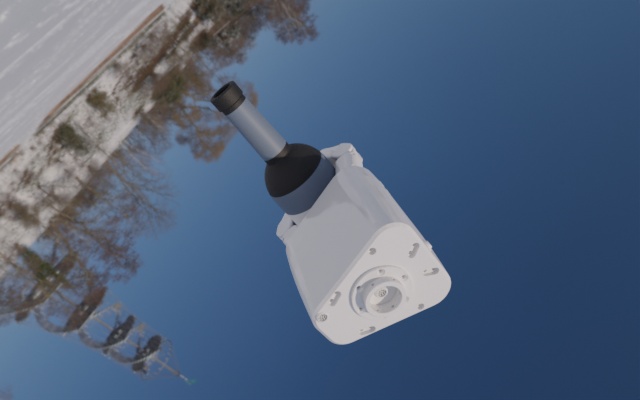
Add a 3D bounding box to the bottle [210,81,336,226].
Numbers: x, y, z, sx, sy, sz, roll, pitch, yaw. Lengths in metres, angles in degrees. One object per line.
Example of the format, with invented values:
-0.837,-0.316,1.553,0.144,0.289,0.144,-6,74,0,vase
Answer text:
0.000,0.002,0.485,0.069,0.069,0.296,0,-41,51,bottle
